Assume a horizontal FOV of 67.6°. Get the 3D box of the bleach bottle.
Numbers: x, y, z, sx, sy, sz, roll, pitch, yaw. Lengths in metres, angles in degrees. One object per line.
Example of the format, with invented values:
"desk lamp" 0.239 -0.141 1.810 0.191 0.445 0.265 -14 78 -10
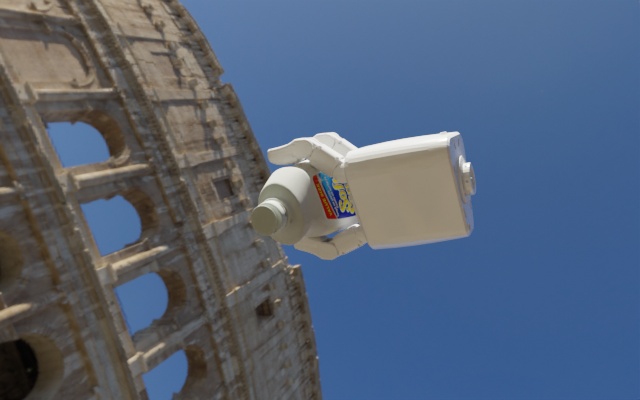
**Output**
"bleach bottle" 0.000 0.002 0.554 0.068 0.102 0.251 -7 9 26
